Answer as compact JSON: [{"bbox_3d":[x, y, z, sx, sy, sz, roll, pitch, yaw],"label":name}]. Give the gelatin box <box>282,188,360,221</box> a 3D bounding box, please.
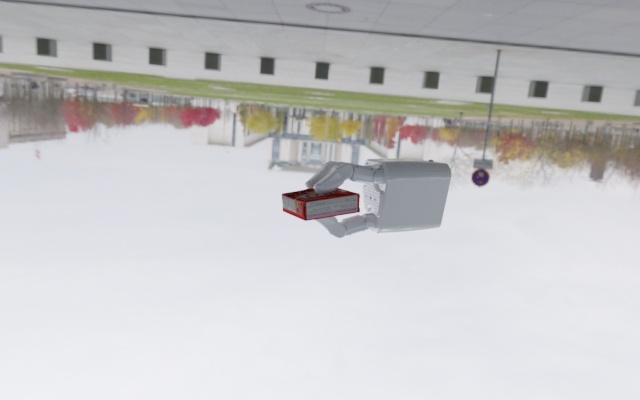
[{"bbox_3d":[0.000,0.003,0.673,0.089,0.030,0.073,-9,14,-27],"label":"gelatin box"}]
